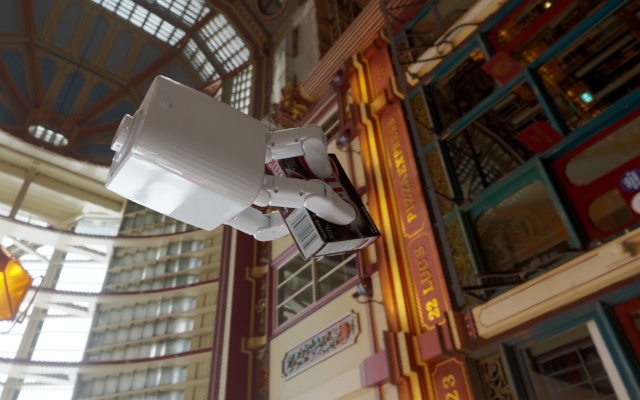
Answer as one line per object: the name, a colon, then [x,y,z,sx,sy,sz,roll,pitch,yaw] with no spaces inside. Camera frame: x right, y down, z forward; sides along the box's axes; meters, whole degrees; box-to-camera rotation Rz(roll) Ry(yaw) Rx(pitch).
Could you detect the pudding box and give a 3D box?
pudding box: [0.000,0.002,0.490,0.090,0.113,0.039,-3,-31,-46]
